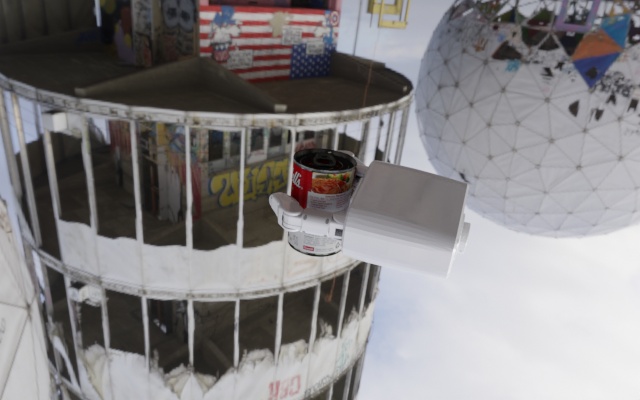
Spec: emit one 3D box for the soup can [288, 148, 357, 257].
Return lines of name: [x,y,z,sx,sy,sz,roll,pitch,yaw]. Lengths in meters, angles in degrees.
soup can: [0.000,0.002,0.524,0.068,0.102,0.068,5,25,-2]
